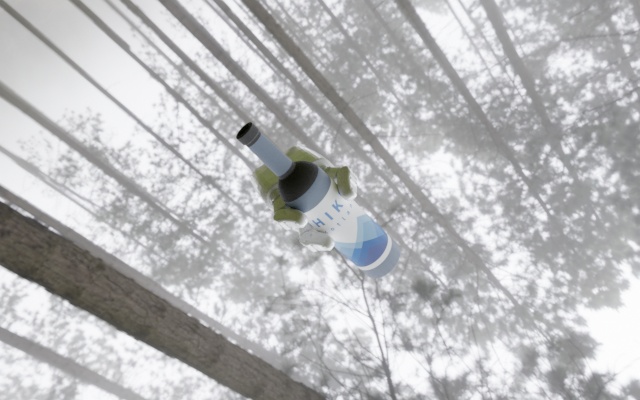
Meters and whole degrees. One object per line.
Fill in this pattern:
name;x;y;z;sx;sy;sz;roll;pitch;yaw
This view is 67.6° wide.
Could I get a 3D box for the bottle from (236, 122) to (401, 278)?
bottle;0.000;0.002;0.653;0.296;0.069;0.069;43;-25;-29
